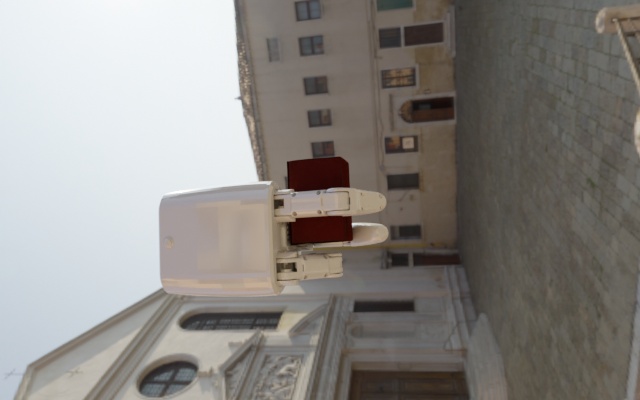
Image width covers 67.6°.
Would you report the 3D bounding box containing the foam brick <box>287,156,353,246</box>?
[{"bbox_3d":[0.000,0.001,0.444,0.051,0.078,0.053,-4,-5,11],"label":"foam brick"}]
